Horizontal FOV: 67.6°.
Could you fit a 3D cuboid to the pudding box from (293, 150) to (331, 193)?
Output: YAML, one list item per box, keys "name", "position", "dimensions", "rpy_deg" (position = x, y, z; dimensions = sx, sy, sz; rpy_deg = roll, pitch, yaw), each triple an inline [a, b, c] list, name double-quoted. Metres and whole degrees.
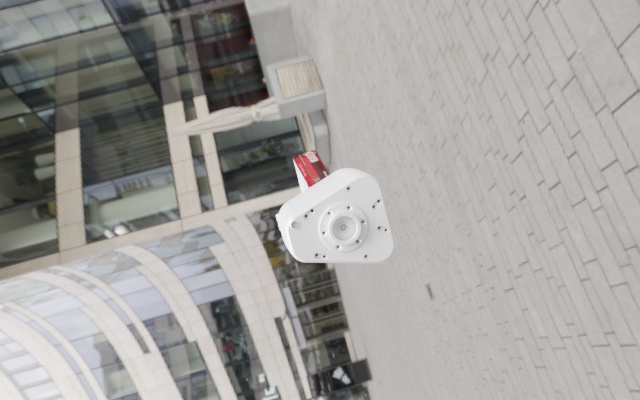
- name: "pudding box"
  position: [0.000, 0.002, 0.637]
  dimensions: [0.039, 0.114, 0.090]
  rpy_deg: [-16, 35, -8]
